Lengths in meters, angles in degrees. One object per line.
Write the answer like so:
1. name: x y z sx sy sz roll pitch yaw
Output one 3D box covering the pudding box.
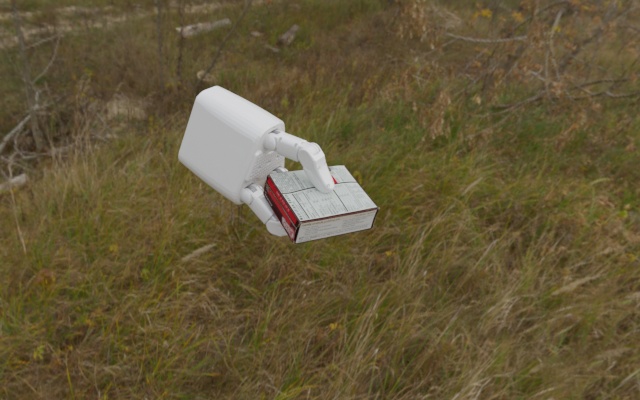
1. pudding box: 0.000 0.002 0.571 0.113 0.039 0.090 -10 46 -28
